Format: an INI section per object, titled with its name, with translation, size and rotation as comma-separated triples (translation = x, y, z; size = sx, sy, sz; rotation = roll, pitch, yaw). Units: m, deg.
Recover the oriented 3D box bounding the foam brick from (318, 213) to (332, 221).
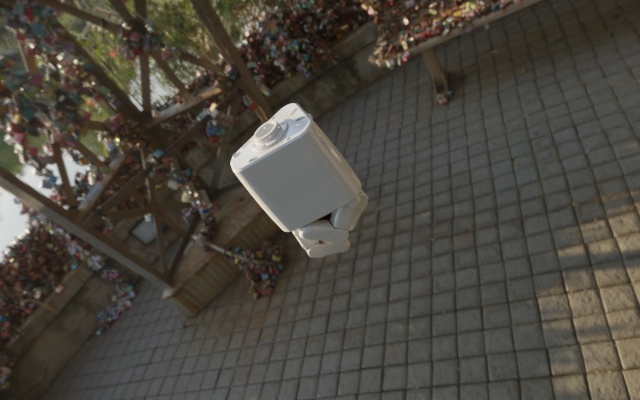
[foam brick]
translation = 0.000, 0.002, 0.635
size = 0.053, 0.051, 0.078
rotation = -38, 33, 3
